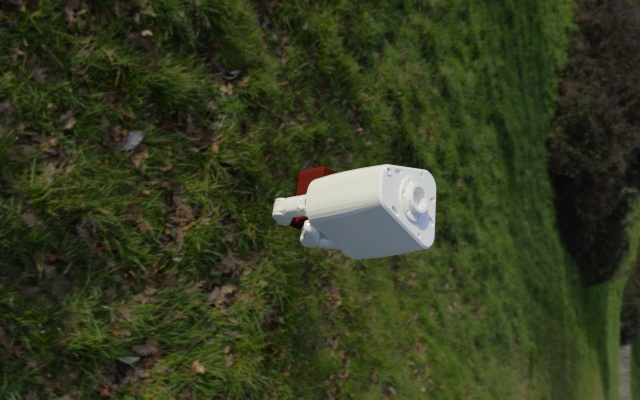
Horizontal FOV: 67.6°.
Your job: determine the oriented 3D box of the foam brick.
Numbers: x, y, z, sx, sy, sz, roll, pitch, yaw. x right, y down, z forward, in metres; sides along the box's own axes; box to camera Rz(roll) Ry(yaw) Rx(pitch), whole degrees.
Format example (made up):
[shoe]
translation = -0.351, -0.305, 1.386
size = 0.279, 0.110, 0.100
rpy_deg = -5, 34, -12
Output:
[foam brick]
translation = 0.000, 0.002, 0.626
size = 0.051, 0.078, 0.053
rpy_deg = -12, -27, 43
